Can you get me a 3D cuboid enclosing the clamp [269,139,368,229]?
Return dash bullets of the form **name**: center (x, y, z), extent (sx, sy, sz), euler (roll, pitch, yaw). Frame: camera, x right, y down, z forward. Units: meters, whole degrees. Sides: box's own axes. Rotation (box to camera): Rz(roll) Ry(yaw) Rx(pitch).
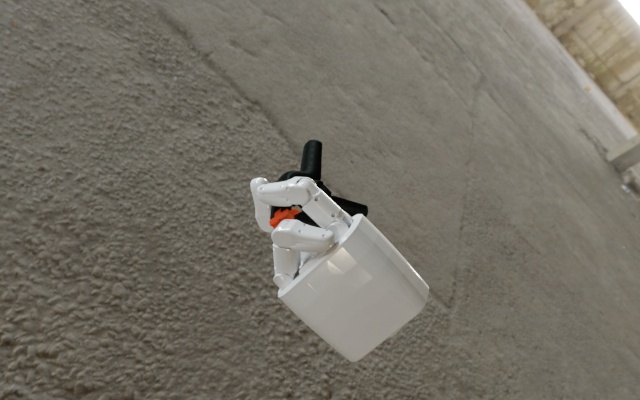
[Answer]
- **clamp**: center (0.000, 0.001, 0.551), extent (0.039, 0.120, 0.171), euler (-42, 7, 33)
